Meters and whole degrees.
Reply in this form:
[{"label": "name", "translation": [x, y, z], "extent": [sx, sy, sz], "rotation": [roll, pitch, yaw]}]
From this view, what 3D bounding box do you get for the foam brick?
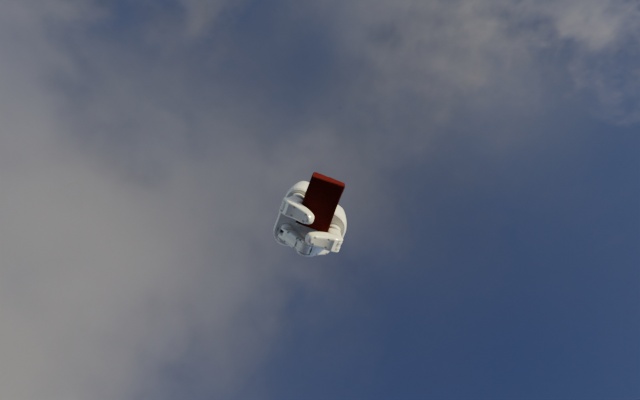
[{"label": "foam brick", "translation": [0.000, 0.002, 0.724], "extent": [0.053, 0.078, 0.051], "rotation": [21, 12, 0]}]
